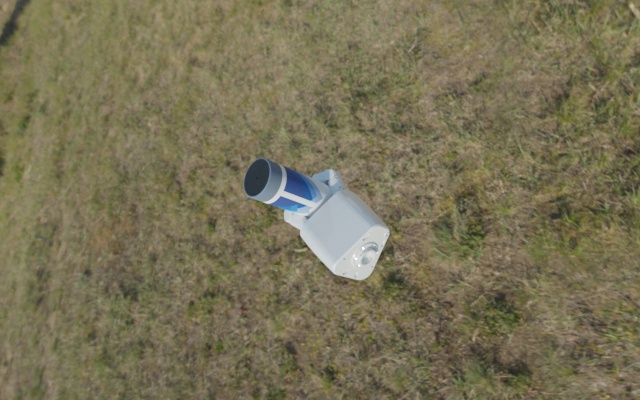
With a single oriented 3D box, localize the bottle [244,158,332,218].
[{"bbox_3d":[0.000,0.003,0.848,0.069,0.069,0.296,0,-15,45],"label":"bottle"}]
